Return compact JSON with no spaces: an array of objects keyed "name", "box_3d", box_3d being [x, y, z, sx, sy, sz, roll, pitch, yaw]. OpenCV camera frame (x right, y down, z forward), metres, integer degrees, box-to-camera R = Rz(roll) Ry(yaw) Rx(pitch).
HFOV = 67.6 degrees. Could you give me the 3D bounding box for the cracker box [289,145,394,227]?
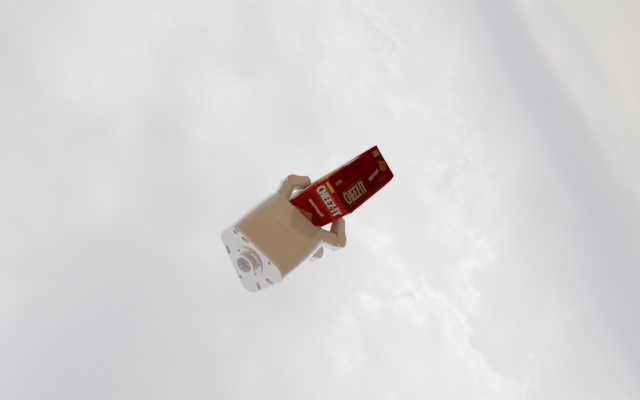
[{"name":"cracker box","box_3d":[0.000,0.003,0.818,0.214,0.072,0.164,-28,6,41]}]
